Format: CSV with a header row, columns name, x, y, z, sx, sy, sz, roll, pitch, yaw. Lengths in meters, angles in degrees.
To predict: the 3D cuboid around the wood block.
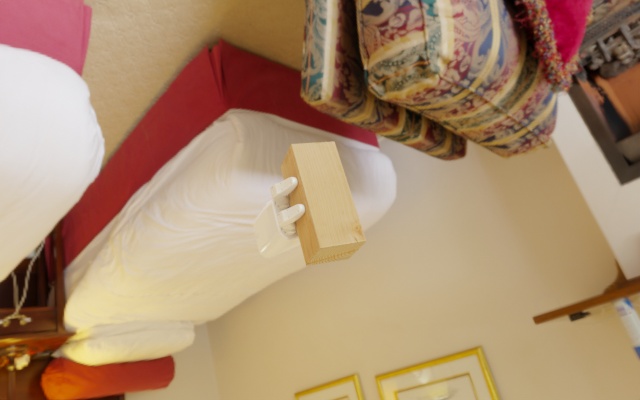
name,x,y,z,sx,sy,sz,roll,pitch,yaw
wood block,0.000,0.003,0.879,0.091,0.206,0.090,-6,-25,-23
